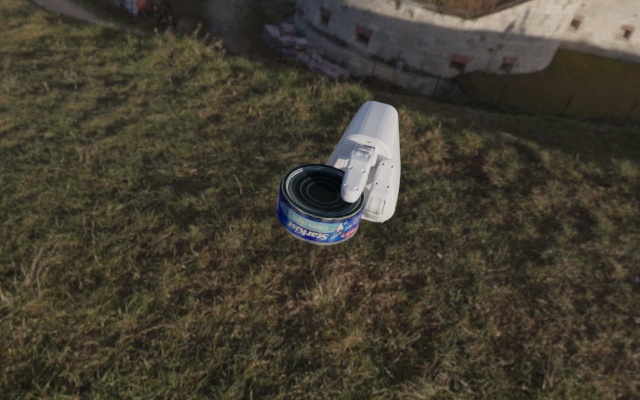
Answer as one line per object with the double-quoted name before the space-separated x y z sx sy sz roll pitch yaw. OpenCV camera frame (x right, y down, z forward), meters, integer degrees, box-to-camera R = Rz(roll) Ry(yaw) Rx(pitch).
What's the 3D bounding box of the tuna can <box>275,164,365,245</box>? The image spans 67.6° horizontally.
"tuna can" 0.000 0.001 0.469 0.086 0.034 0.086 8 41 -7
